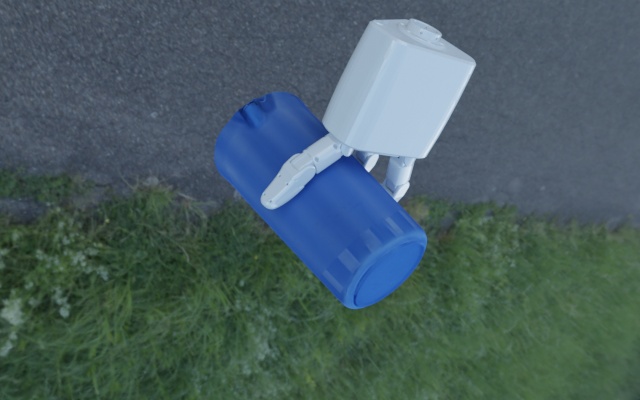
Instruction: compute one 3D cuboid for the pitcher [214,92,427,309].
[{"bbox_3d":[0.000,0.002,0.534,0.149,0.145,0.242,-7,44,-45],"label":"pitcher"}]
